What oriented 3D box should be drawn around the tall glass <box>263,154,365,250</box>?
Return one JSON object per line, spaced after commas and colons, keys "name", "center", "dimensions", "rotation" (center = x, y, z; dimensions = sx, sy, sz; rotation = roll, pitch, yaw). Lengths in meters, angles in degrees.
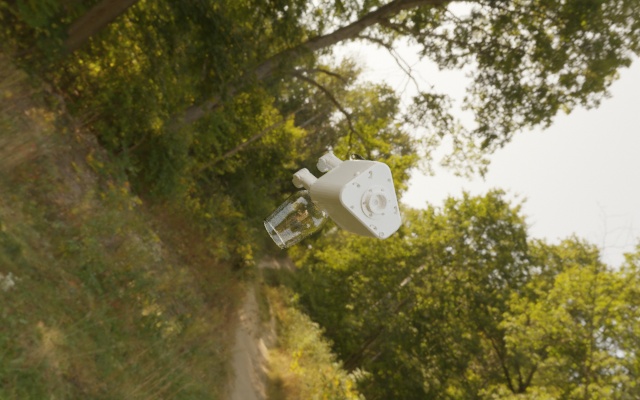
{"name": "tall glass", "center": [0.001, 0.002, 0.822], "dimensions": [0.201, 0.079, 0.079], "rotation": [-35, 12, -17]}
